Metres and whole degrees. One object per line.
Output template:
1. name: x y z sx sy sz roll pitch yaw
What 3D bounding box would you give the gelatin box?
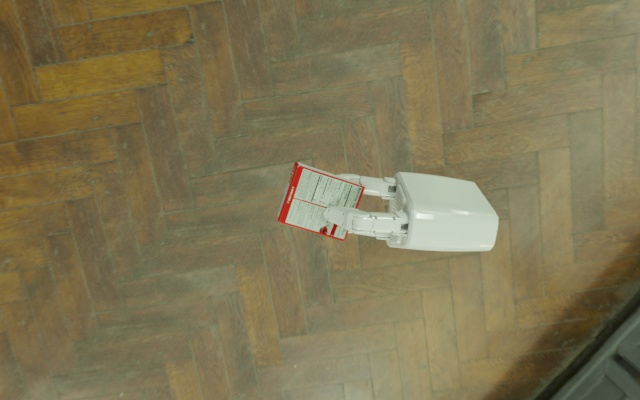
1. gelatin box: 0.000 0.002 0.580 0.089 0.073 0.030 17 10 -13
